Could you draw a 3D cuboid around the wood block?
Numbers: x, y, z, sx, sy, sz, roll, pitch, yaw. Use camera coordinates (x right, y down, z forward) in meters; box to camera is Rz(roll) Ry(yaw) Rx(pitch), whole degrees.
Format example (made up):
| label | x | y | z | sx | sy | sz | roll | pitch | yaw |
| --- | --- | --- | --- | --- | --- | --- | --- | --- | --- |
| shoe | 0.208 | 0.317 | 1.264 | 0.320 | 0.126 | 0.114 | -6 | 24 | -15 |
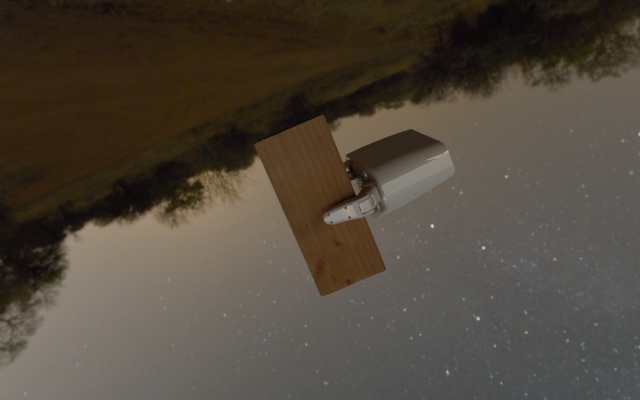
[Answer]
| label | x | y | z | sx | sy | sz | roll | pitch | yaw |
| --- | --- | --- | --- | --- | --- | --- | --- | --- | --- |
| wood block | 0.001 | 0.002 | 0.614 | 0.090 | 0.206 | 0.091 | -23 | 10 | 2 |
